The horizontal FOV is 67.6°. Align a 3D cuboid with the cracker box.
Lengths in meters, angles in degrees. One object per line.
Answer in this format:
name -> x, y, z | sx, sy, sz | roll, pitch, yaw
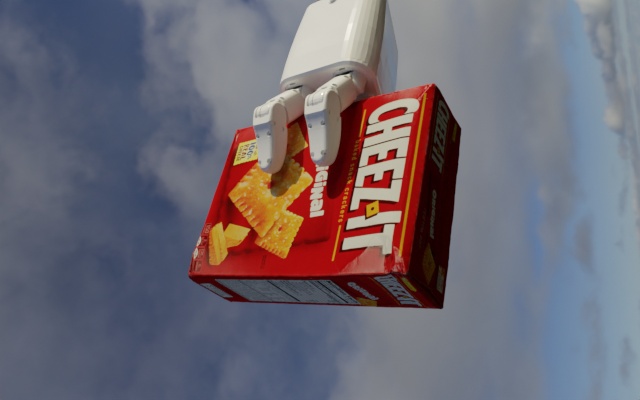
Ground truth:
cracker box -> 0.000, 0.001, 0.410 | 0.214, 0.164, 0.072 | -7, -33, 35
